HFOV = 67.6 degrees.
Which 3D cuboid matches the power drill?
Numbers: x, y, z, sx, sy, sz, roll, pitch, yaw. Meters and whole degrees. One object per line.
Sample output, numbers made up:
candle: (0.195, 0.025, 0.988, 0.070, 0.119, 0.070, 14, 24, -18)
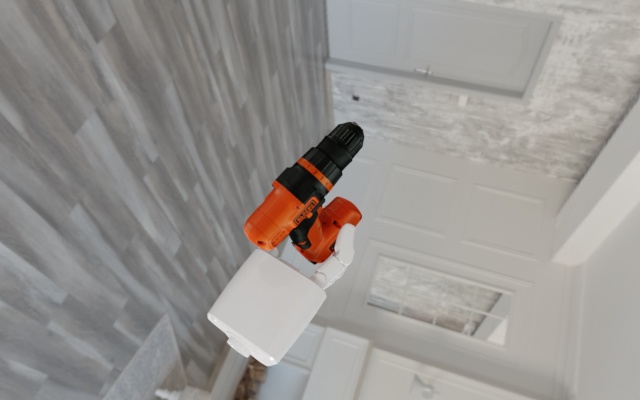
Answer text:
power drill: (0.000, 0.002, 0.619, 0.057, 0.184, 0.188, 42, -4, 26)
